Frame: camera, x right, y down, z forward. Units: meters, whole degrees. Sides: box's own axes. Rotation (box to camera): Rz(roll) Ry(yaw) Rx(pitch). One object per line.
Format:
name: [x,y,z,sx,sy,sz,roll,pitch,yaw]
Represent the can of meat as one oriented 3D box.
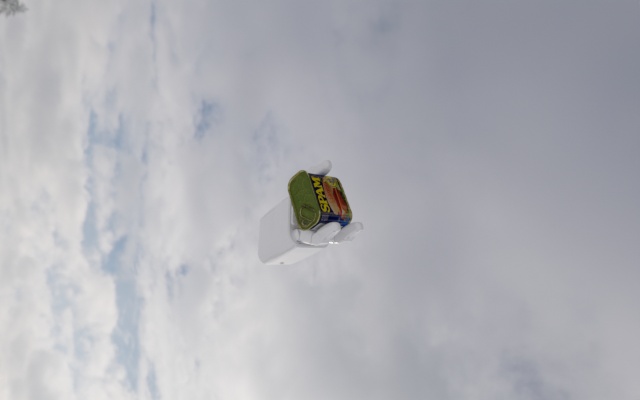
can of meat: [0.000,0.003,0.831,0.084,0.102,0.057,6,-34,-43]
